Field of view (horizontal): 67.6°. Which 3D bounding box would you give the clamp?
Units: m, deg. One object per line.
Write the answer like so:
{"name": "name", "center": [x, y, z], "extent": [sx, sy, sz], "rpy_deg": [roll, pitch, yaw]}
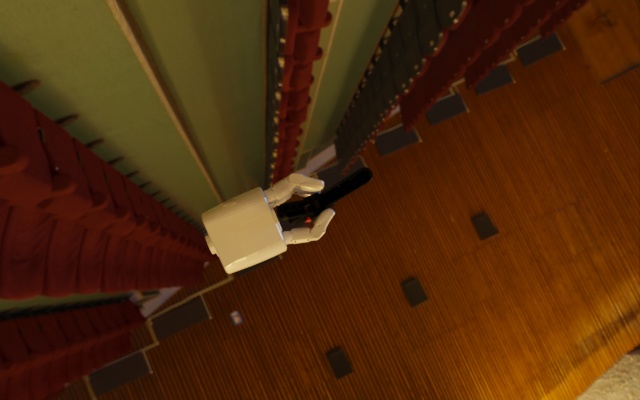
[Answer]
{"name": "clamp", "center": [0.000, 0.004, 0.816], "extent": [0.164, 0.036, 0.210], "rpy_deg": [-24, -7, -9]}
